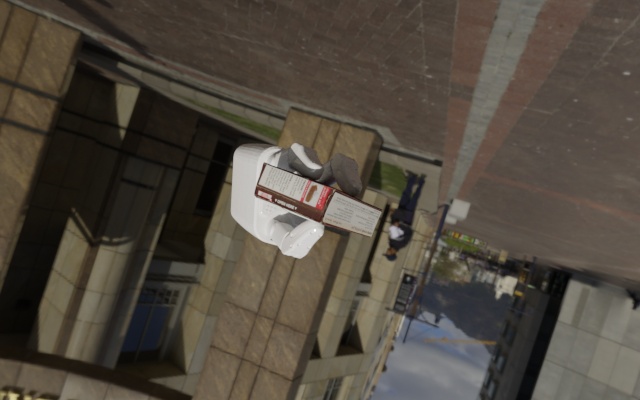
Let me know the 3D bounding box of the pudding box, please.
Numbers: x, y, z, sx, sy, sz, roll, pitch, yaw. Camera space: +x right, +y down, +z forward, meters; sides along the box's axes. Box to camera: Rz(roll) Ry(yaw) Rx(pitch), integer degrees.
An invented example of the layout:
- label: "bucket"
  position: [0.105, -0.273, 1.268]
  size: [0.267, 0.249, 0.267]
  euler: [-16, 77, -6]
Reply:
- label: "pudding box"
  position: [0.000, 0.002, 0.493]
  size: [0.090, 0.039, 0.113]
  euler: [20, 2, 32]
